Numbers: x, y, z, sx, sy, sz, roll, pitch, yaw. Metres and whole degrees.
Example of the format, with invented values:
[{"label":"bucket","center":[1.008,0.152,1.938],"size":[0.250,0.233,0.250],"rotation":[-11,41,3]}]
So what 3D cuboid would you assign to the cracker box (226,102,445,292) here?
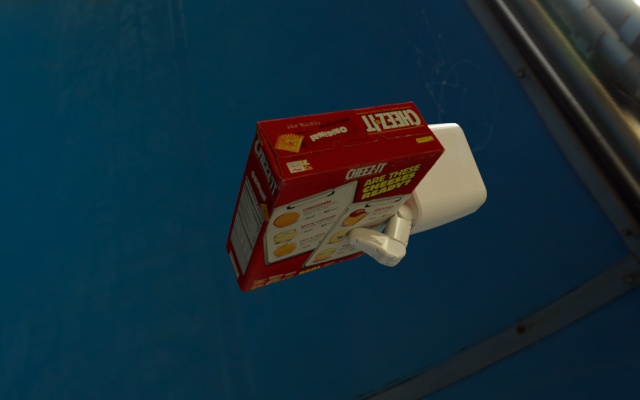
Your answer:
[{"label":"cracker box","center":[0.000,0.002,0.489],"size":[0.164,0.072,0.214],"rotation":[-13,-28,-26]}]
